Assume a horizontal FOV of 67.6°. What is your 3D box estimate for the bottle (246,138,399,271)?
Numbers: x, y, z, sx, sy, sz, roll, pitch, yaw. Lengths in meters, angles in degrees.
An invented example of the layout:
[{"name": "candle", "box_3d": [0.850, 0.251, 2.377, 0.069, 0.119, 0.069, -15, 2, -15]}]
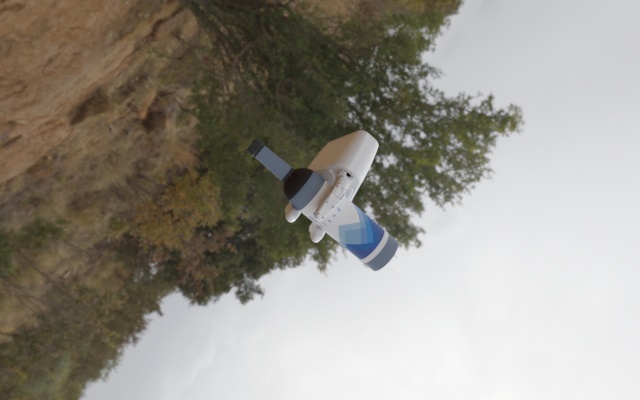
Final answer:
[{"name": "bottle", "box_3d": [0.000, 0.003, 0.794, 0.296, 0.069, 0.069, 40, -8, -10]}]
